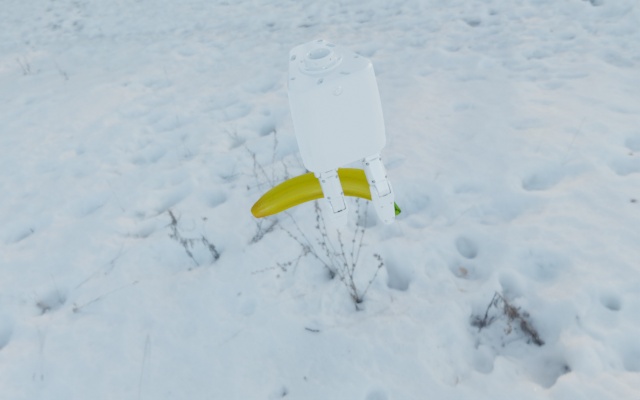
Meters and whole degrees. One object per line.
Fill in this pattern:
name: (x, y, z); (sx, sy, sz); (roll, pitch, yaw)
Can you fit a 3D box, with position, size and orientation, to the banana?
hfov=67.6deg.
banana: (0.005, -0.012, 0.632); (0.198, 0.069, 0.037); (-3, -44, 11)
